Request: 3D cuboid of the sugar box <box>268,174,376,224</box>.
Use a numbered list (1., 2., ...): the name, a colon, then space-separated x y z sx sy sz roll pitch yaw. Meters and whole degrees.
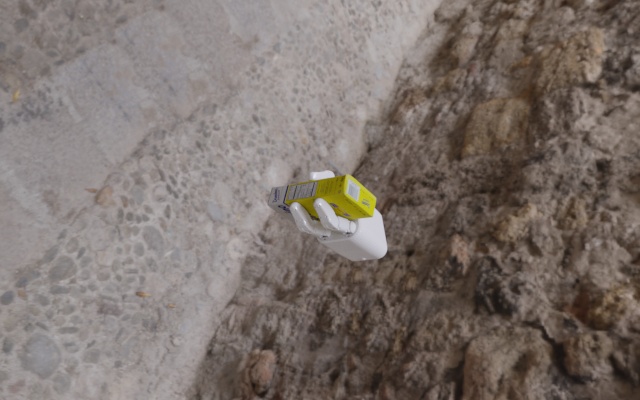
1. sugar box: 0.000 0.003 0.857 0.176 0.048 0.093 -11 -34 37
